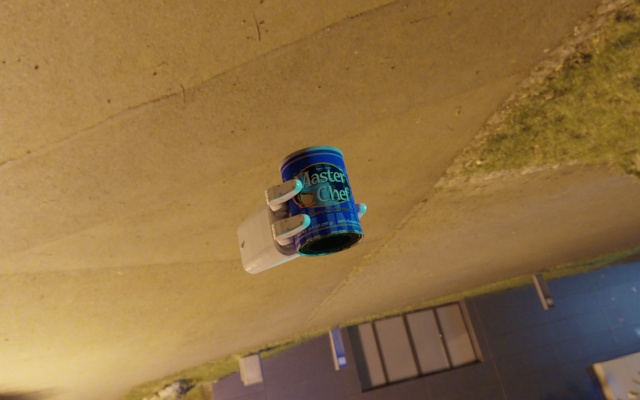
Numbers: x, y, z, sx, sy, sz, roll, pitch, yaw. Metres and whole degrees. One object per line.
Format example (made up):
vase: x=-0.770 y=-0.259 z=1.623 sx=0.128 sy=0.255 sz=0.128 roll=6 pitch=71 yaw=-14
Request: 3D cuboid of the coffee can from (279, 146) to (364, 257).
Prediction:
coffee can: x=0.000 y=0.002 z=0.726 sx=0.103 sy=0.140 sz=0.103 roll=-12 pitch=-21 yaw=-5
